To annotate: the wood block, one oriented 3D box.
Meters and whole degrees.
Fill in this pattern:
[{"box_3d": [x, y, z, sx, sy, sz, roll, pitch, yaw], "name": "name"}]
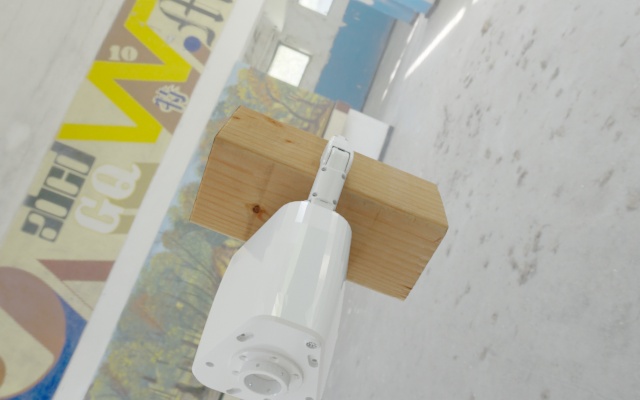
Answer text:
[{"box_3d": [0.000, 0.001, 0.443, 0.206, 0.091, 0.090, 21, 27, -6], "name": "wood block"}]
